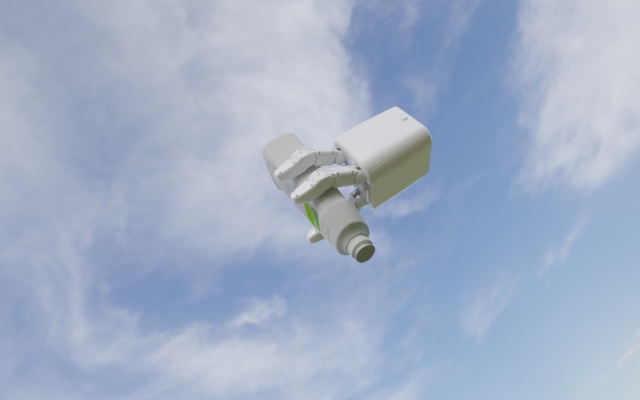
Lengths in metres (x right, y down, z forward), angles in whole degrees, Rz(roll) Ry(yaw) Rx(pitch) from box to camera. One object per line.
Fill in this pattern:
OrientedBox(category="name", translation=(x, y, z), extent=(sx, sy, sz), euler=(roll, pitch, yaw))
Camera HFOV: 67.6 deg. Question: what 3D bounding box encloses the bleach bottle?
OrientedBox(category="bleach bottle", translation=(0.000, 0.002, 0.675), extent=(0.068, 0.103, 0.250), euler=(-31, 45, -9))
